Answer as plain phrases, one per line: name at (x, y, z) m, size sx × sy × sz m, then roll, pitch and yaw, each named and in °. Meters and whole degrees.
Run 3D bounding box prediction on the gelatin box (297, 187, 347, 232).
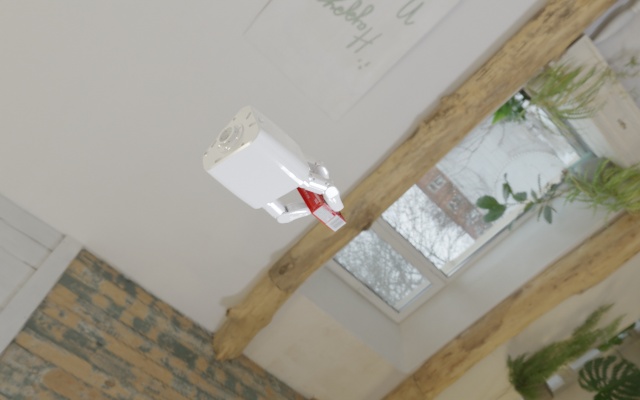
gelatin box at (0.000, 0.003, 0.788) m, size 0.030 × 0.073 × 0.089 m, roll -37°, pitch -36°, yaw 9°
